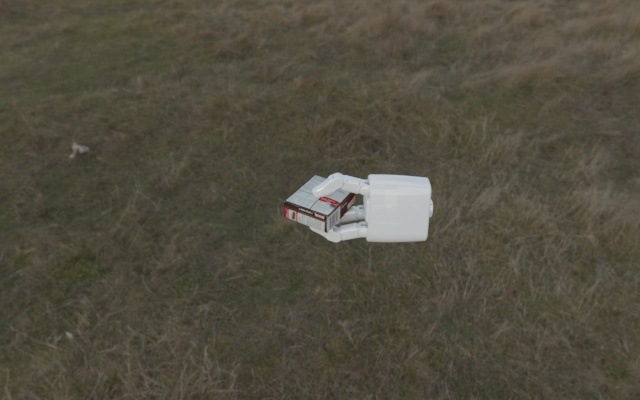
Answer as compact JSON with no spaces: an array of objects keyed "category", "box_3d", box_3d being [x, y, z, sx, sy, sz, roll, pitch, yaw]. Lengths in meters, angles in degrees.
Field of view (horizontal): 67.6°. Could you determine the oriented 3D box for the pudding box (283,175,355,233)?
[{"category":"pudding box","box_3d":[0.000,0.003,0.856,0.090,0.039,0.113,18,35,23]}]
